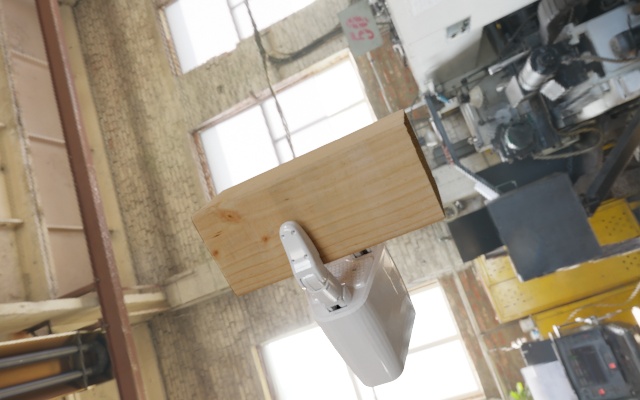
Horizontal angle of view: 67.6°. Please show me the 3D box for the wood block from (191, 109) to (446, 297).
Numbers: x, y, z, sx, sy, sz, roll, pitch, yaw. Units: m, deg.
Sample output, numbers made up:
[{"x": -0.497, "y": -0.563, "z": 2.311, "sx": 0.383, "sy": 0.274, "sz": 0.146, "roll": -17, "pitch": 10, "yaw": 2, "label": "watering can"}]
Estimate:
[{"x": 0.000, "y": 0.002, "z": 0.450, "sx": 0.206, "sy": 0.090, "sz": 0.090, "roll": -23, "pitch": 14, "yaw": 15, "label": "wood block"}]
